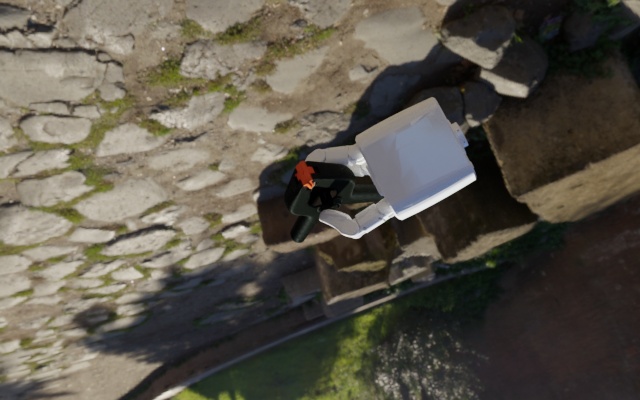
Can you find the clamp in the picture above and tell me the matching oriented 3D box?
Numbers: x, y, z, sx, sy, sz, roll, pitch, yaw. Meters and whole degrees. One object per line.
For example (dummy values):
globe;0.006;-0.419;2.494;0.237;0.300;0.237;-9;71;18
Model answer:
clamp;0.000;0.003;0.633;0.164;0.036;0.210;-30;-21;13
